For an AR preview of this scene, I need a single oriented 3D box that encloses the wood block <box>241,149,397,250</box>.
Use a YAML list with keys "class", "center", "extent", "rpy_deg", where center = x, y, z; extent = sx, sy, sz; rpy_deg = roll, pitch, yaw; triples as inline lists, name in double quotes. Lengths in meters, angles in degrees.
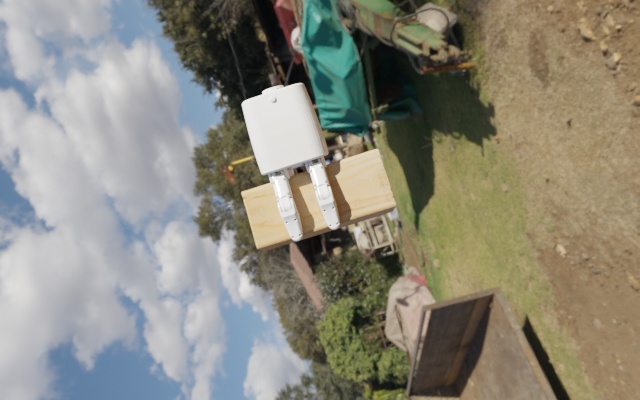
- class: "wood block"
  center: [0.000, 0.002, 0.719]
  extent: [0.206, 0.090, 0.091]
  rpy_deg: [-17, -7, 3]
